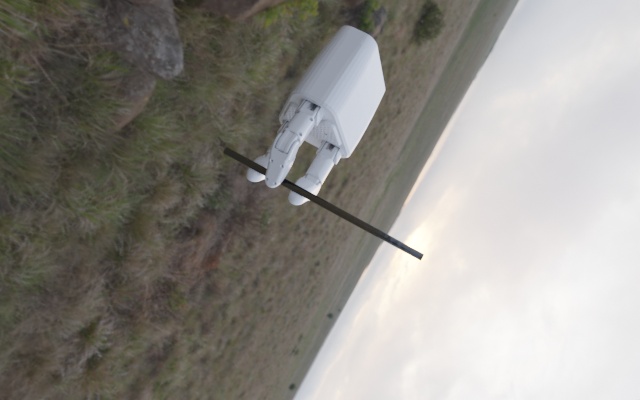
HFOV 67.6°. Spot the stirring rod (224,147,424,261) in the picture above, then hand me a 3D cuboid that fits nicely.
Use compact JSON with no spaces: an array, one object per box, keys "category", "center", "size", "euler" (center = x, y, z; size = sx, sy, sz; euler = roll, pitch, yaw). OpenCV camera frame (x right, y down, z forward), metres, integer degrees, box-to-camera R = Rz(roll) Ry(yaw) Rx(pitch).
[{"category":"stirring rod","center":[0.000,0.002,0.507],"size":[0.239,0.011,0.011],"euler":[29,5,9]}]
